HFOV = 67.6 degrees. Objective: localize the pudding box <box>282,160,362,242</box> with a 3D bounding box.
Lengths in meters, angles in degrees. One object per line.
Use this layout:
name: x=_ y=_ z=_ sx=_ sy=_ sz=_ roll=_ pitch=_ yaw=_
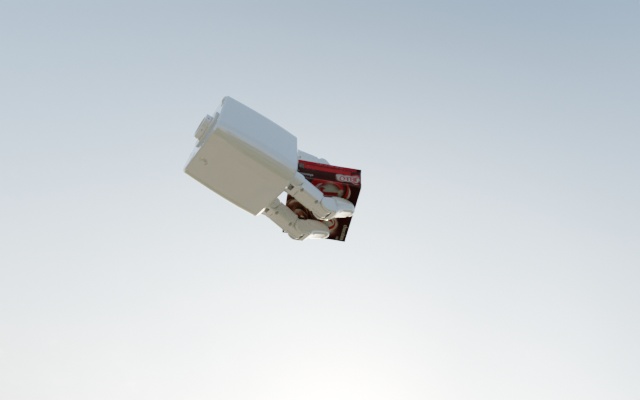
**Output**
pudding box: x=0.000 y=0.002 z=0.633 sx=0.090 sy=0.039 sz=0.114 roll=9 pitch=-42 yaw=-3
